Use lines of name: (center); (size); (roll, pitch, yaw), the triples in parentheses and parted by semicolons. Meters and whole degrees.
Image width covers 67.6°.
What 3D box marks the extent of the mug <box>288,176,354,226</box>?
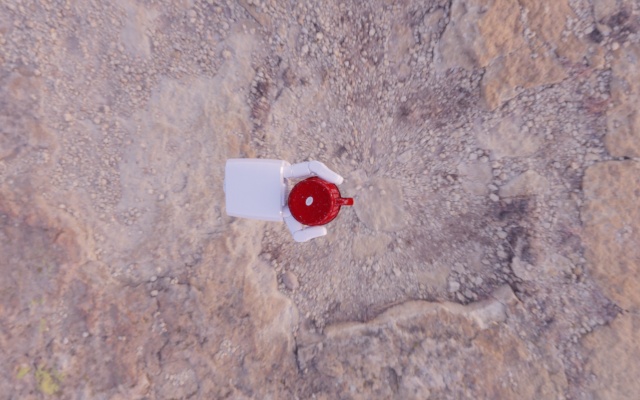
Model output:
mug: (0.002, 0.003, 0.845); (0.117, 0.093, 0.081); (3, 2, 7)
